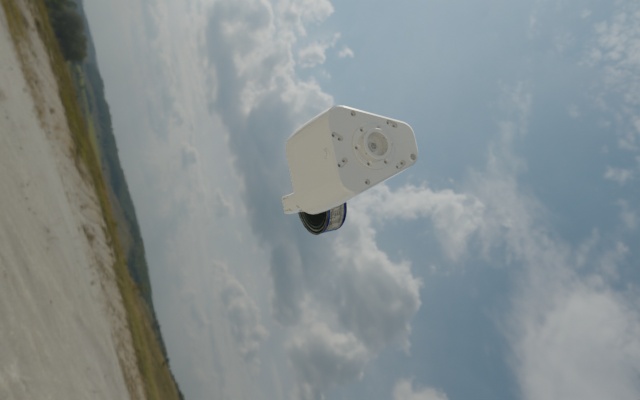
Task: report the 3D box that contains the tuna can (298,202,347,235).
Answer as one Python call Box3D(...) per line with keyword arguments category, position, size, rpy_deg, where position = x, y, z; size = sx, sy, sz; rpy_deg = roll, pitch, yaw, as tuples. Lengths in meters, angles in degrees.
Box3D(category="tuna can", position=(0.001, 0.002, 0.655), size=(0.034, 0.086, 0.086), rpy_deg=(-11, 6, -29))
